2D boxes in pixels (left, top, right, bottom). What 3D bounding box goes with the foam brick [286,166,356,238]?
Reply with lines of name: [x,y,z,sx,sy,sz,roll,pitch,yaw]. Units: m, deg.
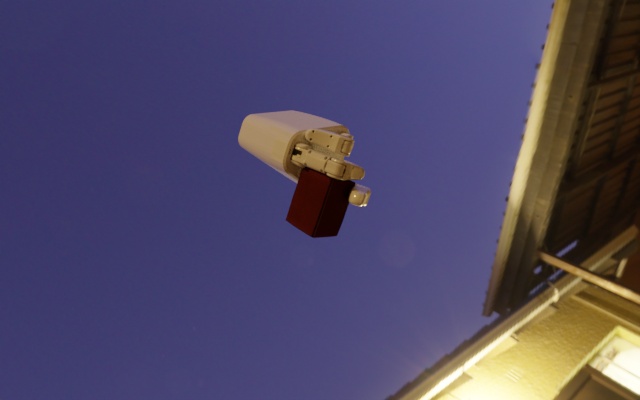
foam brick: [0.000,0.002,0.609,0.051,0.078,0.053,26,13,35]
